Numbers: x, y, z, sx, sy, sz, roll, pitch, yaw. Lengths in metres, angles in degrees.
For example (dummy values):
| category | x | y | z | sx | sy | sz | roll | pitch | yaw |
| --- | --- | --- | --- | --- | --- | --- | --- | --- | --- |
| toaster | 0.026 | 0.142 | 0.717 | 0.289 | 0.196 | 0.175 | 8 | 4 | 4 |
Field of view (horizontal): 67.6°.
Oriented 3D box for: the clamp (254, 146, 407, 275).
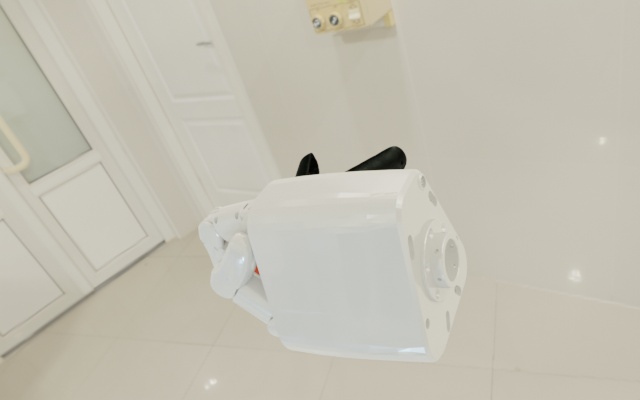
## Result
| category | x | y | z | sx | sy | sz | roll | pitch | yaw |
| --- | --- | --- | --- | --- | --- | --- | --- | --- | --- |
| clamp | 0.000 | 0.001 | 0.412 | 0.120 | 0.039 | 0.171 | -12 | 30 | 37 |
